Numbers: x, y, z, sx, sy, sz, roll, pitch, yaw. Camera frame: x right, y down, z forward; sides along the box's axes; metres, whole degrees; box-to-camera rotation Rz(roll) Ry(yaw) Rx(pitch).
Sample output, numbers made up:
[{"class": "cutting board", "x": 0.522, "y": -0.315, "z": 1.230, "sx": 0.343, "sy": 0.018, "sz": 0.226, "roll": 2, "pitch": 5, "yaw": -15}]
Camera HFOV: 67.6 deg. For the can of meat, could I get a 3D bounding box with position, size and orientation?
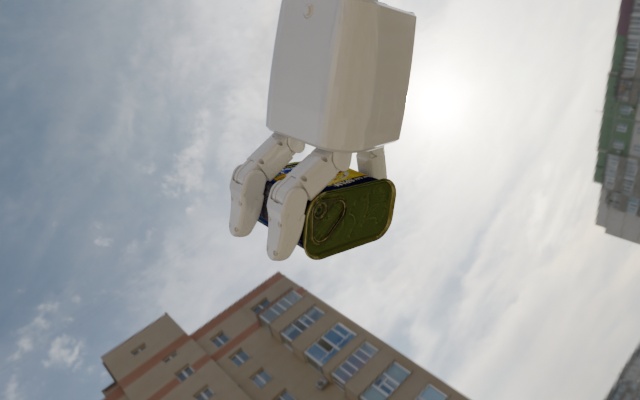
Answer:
[{"class": "can of meat", "x": 0.000, "y": 0.001, "z": 0.416, "sx": 0.102, "sy": 0.057, "sz": 0.084, "roll": -14, "pitch": 28, "yaw": -40}]
